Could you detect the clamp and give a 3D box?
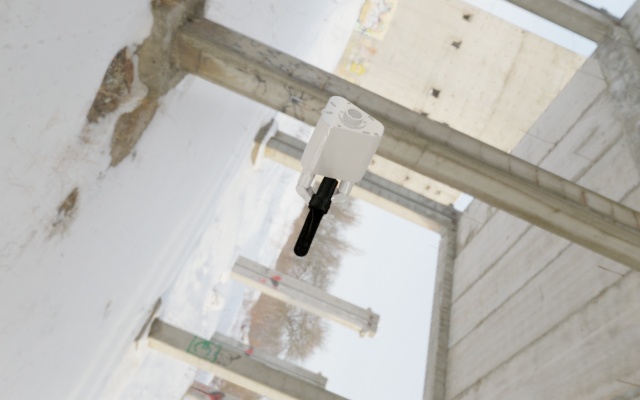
[{"bbox_3d":[0.001,0.003,0.812,0.039,0.171,0.120,24,-45,-2],"label":"clamp"}]
